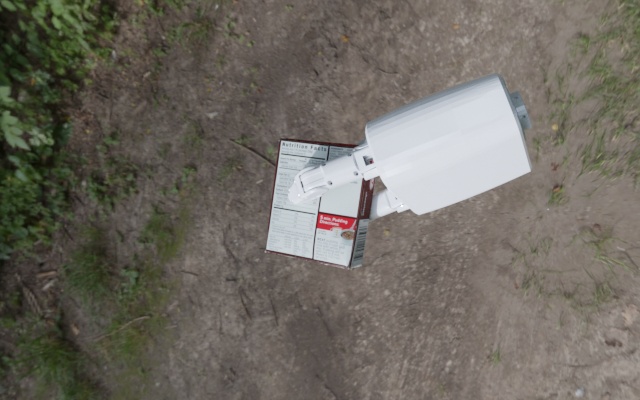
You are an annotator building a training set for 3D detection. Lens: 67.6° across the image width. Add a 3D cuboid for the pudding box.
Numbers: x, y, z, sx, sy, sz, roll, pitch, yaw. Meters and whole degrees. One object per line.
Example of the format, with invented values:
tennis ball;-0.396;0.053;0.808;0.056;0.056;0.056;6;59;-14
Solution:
pudding box;0.000;0.001;0.449;0.090;0.113;0.039;9;1;21
